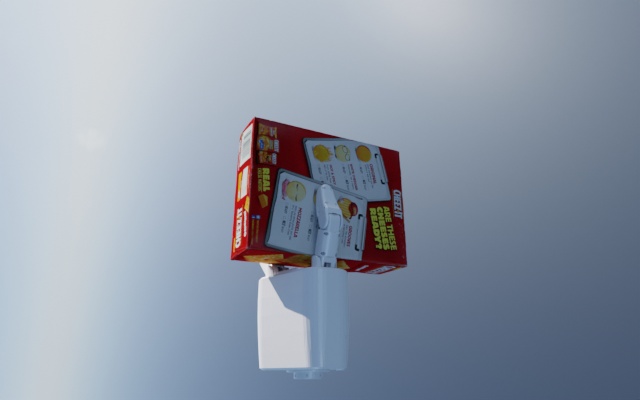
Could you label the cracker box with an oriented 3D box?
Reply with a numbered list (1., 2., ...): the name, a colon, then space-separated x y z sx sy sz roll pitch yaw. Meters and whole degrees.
1. cracker box: 0.000 0.002 0.607 0.214 0.164 0.072 10 -22 -26
